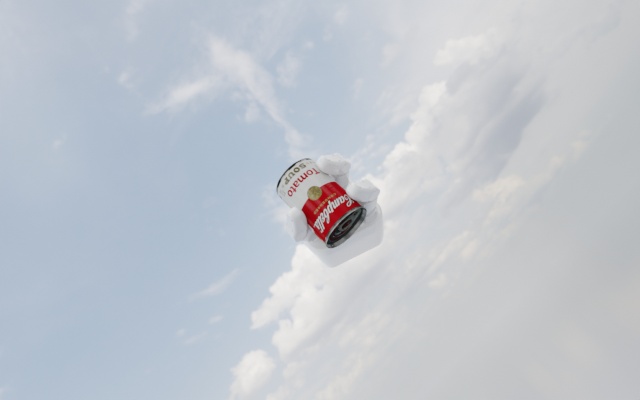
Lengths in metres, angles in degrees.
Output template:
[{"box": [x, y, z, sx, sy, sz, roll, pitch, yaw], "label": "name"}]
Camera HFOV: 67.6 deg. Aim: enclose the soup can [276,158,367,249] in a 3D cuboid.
[{"box": [0.000, 0.002, 0.610, 0.102, 0.068, 0.068, 45, 22, 24], "label": "soup can"}]
